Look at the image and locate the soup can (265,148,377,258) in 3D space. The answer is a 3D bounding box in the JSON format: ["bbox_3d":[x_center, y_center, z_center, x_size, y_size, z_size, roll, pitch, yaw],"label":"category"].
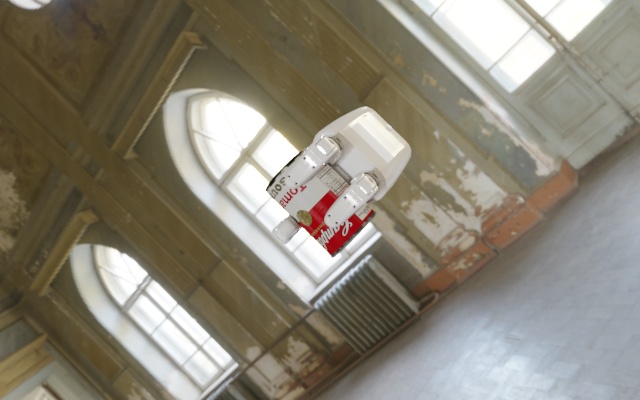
[{"bbox_3d":[0.000,0.002,0.507,0.102,0.068,0.068,45,-2,2],"label":"soup can"}]
